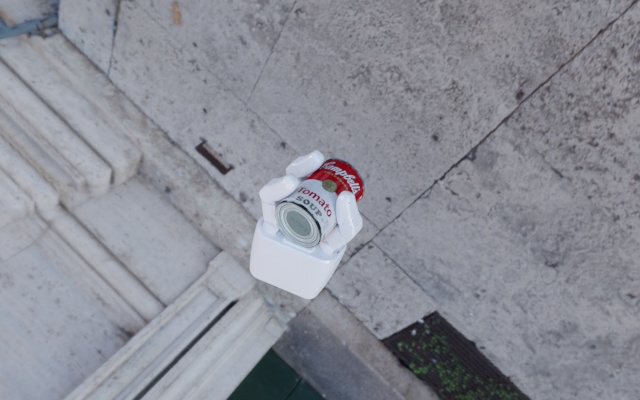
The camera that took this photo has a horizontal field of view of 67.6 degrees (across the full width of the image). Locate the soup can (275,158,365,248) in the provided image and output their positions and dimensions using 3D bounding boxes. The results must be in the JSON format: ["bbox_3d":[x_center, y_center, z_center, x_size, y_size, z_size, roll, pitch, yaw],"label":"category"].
[{"bbox_3d":[0.000,0.002,0.583,0.068,0.068,0.102,0,33,41],"label":"soup can"}]
